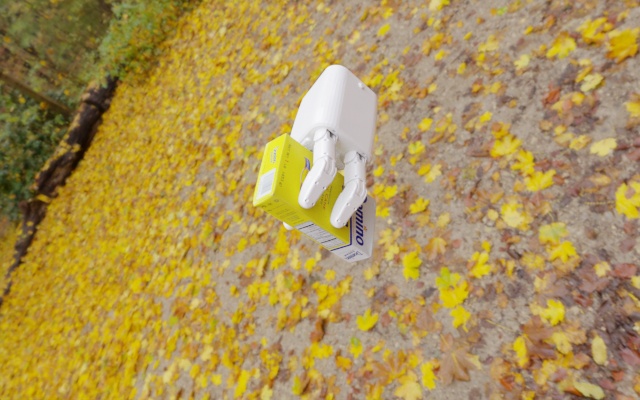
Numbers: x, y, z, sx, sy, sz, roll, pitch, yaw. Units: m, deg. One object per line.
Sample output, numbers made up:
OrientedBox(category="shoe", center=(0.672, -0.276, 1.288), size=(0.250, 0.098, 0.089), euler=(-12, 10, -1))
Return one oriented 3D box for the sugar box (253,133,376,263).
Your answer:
OrientedBox(category="sugar box", center=(0.000, 0.002, 0.609), size=(0.176, 0.093, 0.048), euler=(32, -38, -32))
